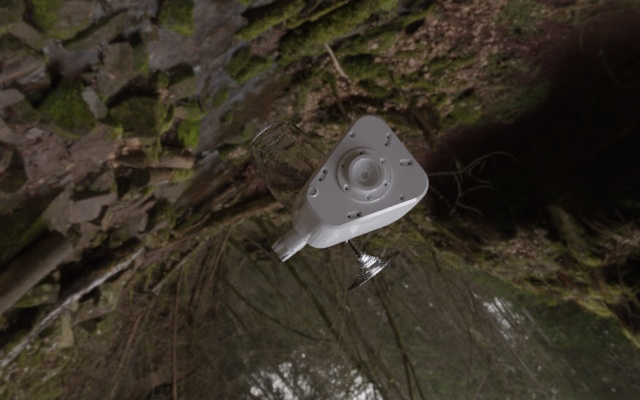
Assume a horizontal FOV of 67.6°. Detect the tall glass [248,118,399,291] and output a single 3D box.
[{"bbox_3d":[0.000,0.002,0.551,0.079,0.201,0.079,-37,-5,-4],"label":"tall glass"}]
